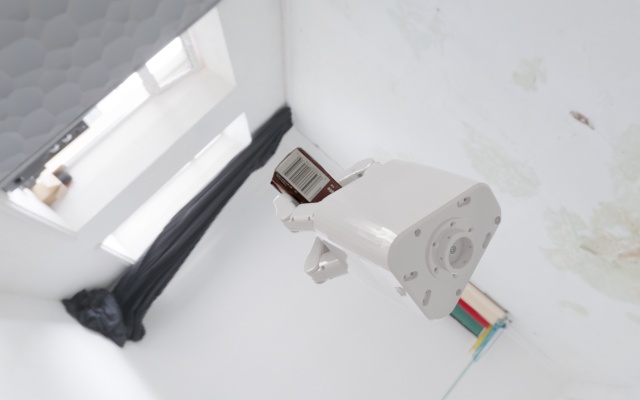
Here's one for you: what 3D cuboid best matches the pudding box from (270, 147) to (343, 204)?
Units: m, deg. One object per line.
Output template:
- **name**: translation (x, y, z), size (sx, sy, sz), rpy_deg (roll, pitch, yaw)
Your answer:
- **pudding box**: translation (0.000, 0.002, 0.502), size (0.039, 0.113, 0.090), rpy_deg (-45, 2, -12)
